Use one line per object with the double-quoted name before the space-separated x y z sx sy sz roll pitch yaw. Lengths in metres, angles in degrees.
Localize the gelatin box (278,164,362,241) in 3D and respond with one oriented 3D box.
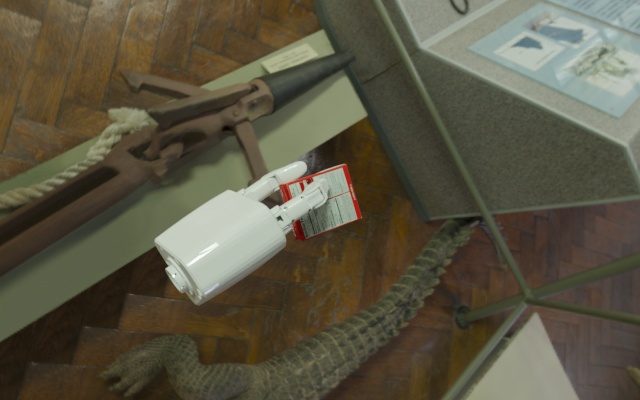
"gelatin box" 0.001 0.002 0.597 0.089 0.073 0.030 -20 6 -24
